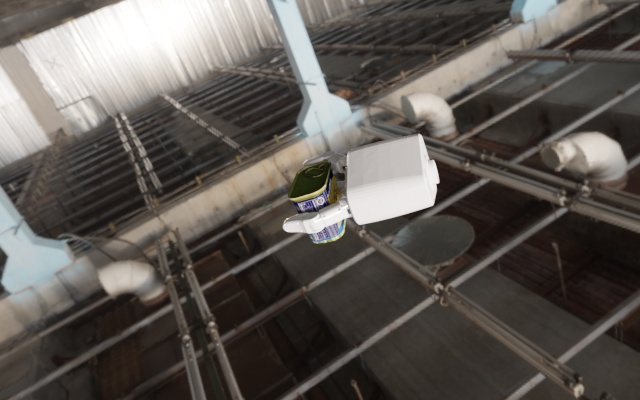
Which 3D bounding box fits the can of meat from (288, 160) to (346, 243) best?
[{"bbox_3d":[0.000,0.003,0.703,0.057,0.084,0.102,-16,27,17],"label":"can of meat"}]
